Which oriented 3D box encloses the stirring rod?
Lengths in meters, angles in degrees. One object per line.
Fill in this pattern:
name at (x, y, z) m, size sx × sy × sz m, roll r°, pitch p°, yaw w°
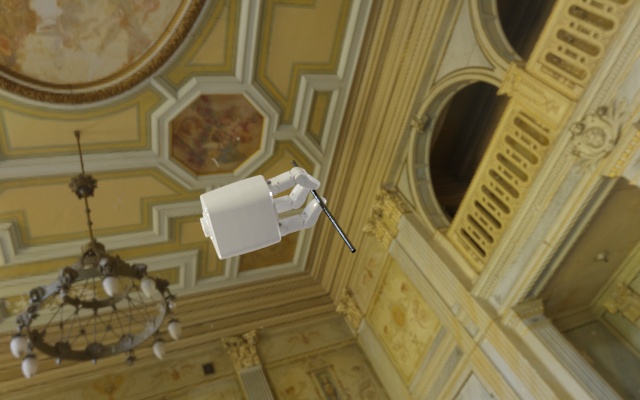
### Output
stirring rod at (0.000, 0.003, 0.794) m, size 0.011 × 0.011 × 0.239 m, roll 0°, pitch 37°, yaw -32°
